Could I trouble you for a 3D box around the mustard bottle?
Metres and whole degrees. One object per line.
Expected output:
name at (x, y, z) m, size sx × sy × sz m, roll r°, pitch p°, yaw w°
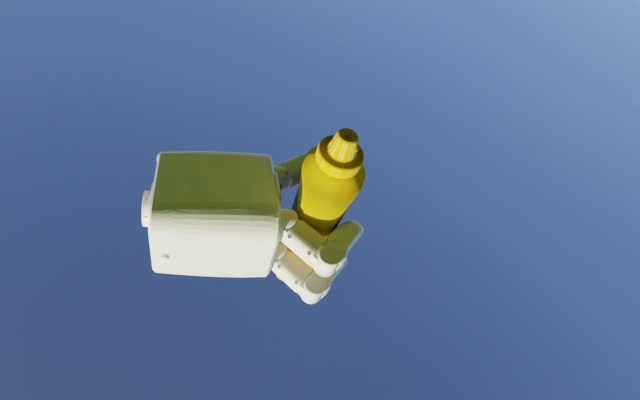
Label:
mustard bottle at (0.000, 0.002, 0.463) m, size 0.058 × 0.096 × 0.192 m, roll 22°, pitch -38°, yaw 1°
